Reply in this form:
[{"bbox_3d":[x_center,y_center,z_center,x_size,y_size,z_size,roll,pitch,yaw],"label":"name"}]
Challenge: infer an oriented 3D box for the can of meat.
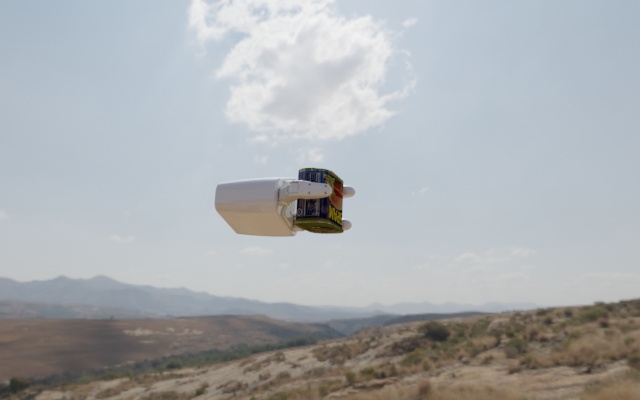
[{"bbox_3d":[0.000,0.002,0.734,0.057,0.084,0.102,-2,-13,19],"label":"can of meat"}]
